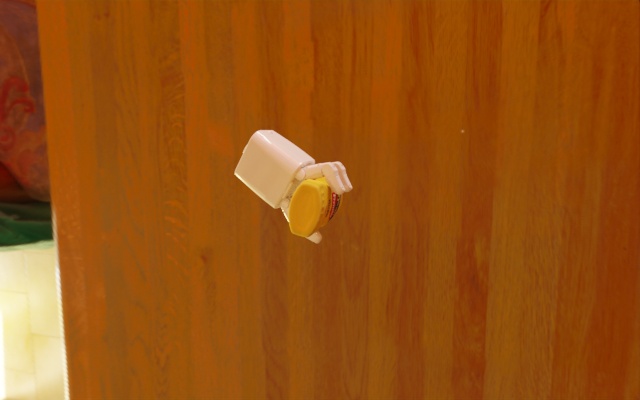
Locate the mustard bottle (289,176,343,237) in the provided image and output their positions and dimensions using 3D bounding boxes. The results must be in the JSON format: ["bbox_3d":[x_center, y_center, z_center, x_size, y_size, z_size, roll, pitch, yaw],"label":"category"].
[{"bbox_3d":[0.000,0.003,0.883,0.058,0.096,0.191,14,12,14],"label":"mustard bottle"}]
